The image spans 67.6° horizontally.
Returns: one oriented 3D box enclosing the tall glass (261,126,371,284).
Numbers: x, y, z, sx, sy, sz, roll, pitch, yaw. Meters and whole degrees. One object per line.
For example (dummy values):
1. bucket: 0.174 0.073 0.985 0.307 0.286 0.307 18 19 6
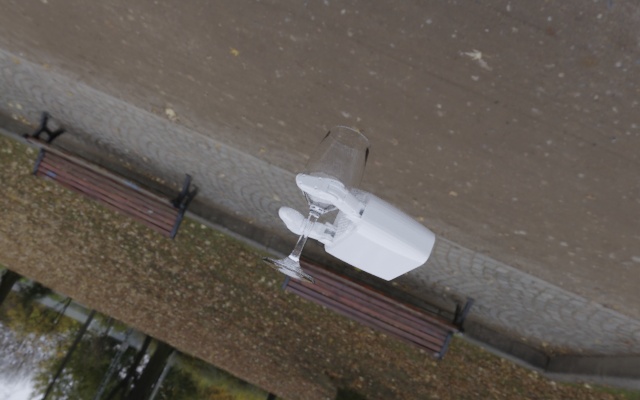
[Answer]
1. tall glass: 0.000 0.003 0.625 0.079 0.201 0.079 23 -16 7
